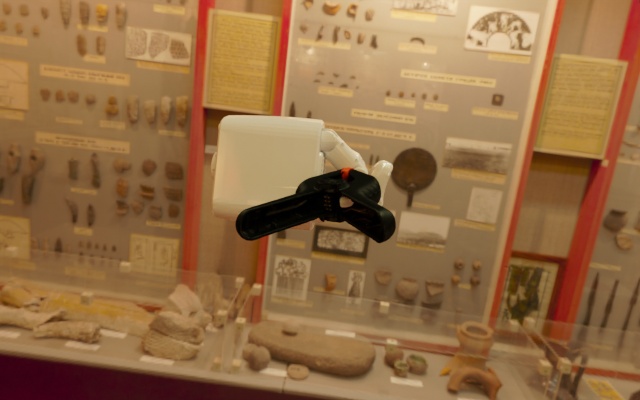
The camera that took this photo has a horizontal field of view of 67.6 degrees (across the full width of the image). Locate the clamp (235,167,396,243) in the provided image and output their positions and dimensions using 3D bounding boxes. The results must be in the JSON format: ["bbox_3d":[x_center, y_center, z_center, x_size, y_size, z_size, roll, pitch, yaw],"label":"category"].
[{"bbox_3d":[0.000,0.001,0.416,0.120,0.039,0.171,3,13,4],"label":"clamp"}]
